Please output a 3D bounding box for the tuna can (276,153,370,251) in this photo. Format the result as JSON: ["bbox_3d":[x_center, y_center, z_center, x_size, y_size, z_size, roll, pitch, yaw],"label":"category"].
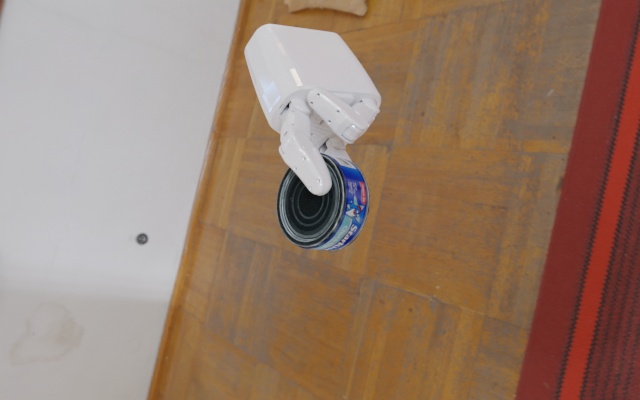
[{"bbox_3d":[0.000,0.001,0.424,0.086,0.086,0.034,0,-7,44],"label":"tuna can"}]
